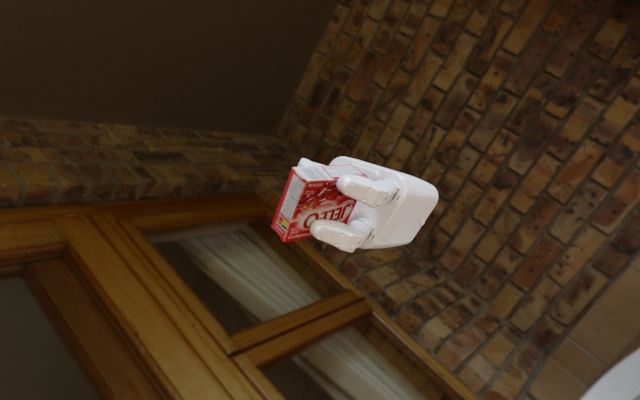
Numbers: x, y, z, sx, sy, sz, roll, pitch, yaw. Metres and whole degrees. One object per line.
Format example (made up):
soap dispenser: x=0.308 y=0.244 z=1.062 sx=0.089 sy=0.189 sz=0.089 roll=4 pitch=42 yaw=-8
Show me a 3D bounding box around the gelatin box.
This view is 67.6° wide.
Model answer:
gelatin box: x=0.000 y=0.001 z=0.493 sx=0.089 sy=0.073 sz=0.030 roll=-6 pitch=39 yaw=-43
